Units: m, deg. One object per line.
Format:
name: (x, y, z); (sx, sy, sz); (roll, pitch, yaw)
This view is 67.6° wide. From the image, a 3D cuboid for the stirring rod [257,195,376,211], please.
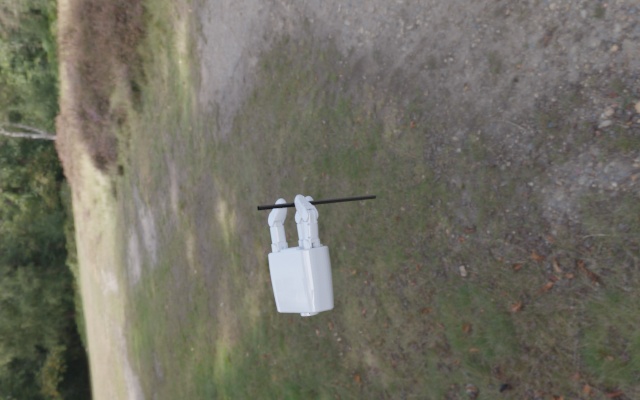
stirring rod: (0.000, 0.003, 0.855); (0.239, 0.011, 0.011); (-5, 3, -30)
